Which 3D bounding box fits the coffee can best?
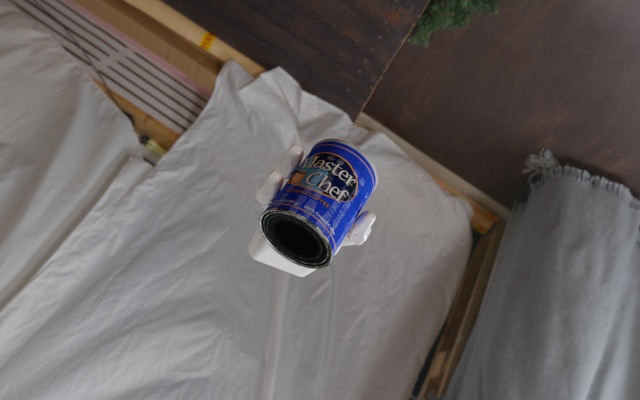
[{"bbox_3d":[0.000,0.002,0.616,0.103,0.103,0.140,0,42,38],"label":"coffee can"}]
